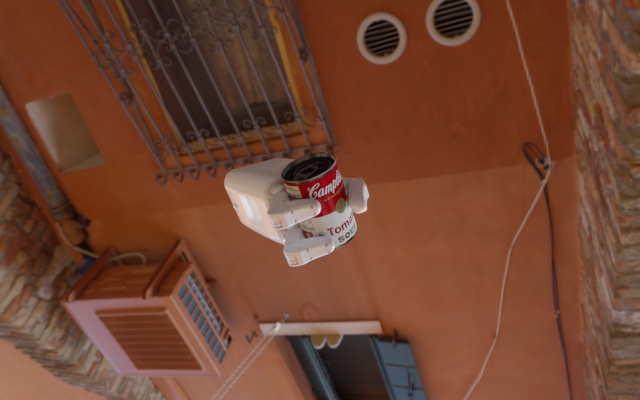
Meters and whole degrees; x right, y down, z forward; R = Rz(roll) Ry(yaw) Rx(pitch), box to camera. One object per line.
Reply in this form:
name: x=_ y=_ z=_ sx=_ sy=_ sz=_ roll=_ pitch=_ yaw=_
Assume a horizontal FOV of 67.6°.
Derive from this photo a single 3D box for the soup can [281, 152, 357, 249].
soup can: x=0.001 y=0.002 z=0.582 sx=0.068 sy=0.102 sz=0.068 roll=-15 pitch=29 yaw=8
